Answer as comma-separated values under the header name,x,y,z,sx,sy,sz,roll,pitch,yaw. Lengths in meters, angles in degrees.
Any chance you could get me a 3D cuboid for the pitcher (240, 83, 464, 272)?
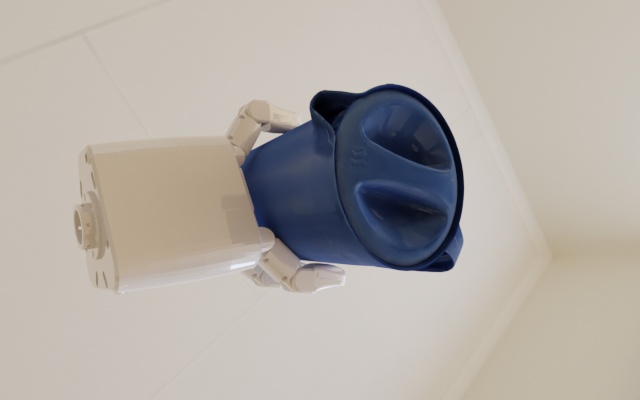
name,x,y,z,sx,sy,sz,roll,pitch,yaw
pitcher,0.000,0.001,0.432,0.145,0.149,0.243,-8,-1,-37
